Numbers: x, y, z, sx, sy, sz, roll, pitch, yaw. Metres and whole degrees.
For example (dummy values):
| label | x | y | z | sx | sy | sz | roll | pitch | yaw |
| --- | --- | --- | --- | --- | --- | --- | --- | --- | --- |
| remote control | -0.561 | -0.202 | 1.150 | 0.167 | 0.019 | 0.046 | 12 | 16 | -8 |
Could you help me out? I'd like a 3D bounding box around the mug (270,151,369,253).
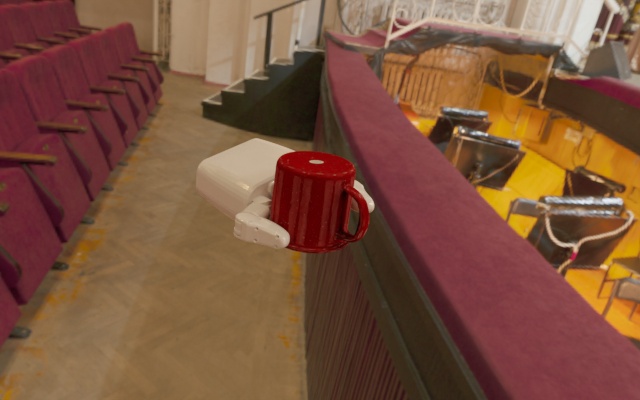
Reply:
| label | x | y | z | sx | sy | sz | roll | pitch | yaw |
| --- | --- | --- | --- | --- | --- | --- | --- | --- | --- |
| mug | 0.001 | 0.002 | 0.489 | 0.117 | 0.081 | 0.093 | 25 | 27 | 37 |
